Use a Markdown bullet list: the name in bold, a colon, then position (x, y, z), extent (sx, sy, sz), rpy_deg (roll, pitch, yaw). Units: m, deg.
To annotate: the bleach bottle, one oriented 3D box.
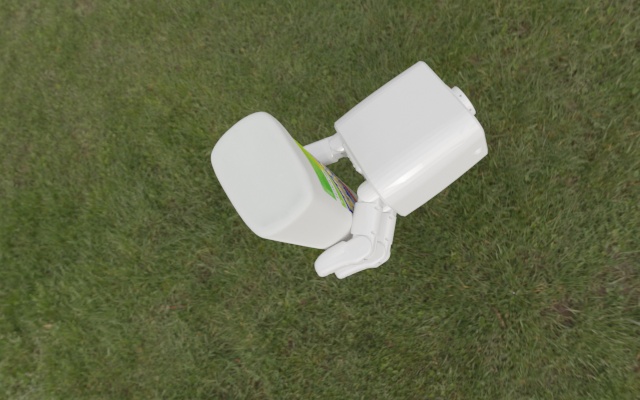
- **bleach bottle**: position (0.000, 0.002, 0.478), extent (0.068, 0.102, 0.251), rpy_deg (-37, -21, 12)
